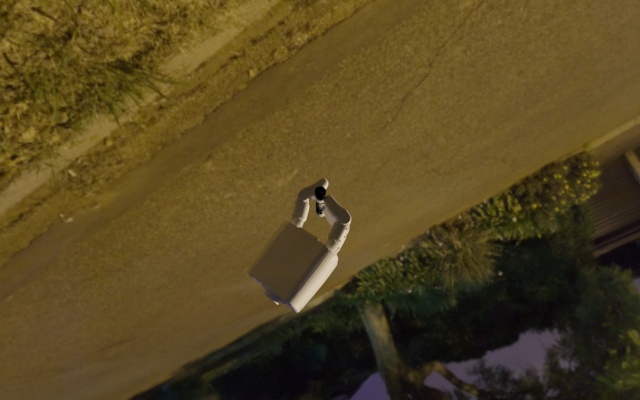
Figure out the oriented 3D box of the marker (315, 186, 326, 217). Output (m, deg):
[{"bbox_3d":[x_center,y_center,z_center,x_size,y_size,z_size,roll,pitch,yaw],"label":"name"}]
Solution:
[{"bbox_3d":[0.000,0.003,0.814,0.020,0.020,0.121,0,-18,1],"label":"marker"}]
